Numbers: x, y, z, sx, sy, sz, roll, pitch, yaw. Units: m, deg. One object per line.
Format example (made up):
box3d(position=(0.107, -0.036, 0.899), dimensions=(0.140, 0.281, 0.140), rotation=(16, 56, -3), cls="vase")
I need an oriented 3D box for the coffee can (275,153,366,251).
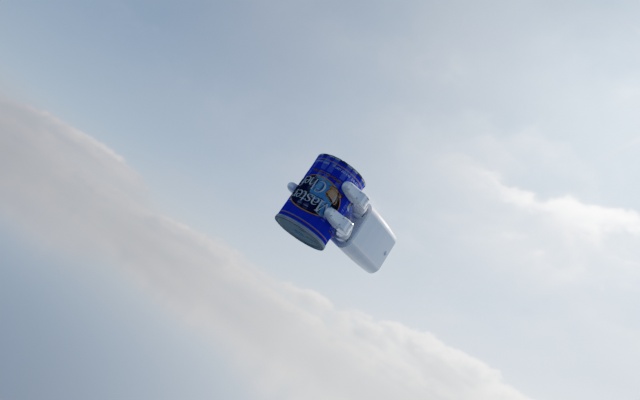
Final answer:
box3d(position=(0.000, 0.003, 0.843), dimensions=(0.103, 0.140, 0.103), rotation=(32, -16, 10), cls="coffee can")
